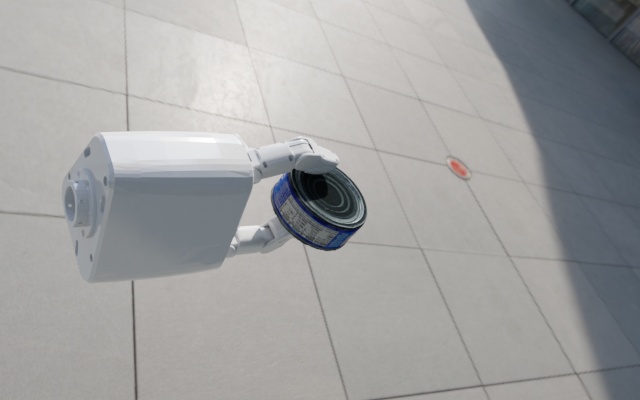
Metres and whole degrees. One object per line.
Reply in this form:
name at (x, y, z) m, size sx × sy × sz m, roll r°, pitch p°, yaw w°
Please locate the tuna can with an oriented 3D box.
tuna can at (0.000, 0.001, 0.433) m, size 0.086 × 0.086 × 0.034 m, roll 0°, pitch -39°, yaw -44°
